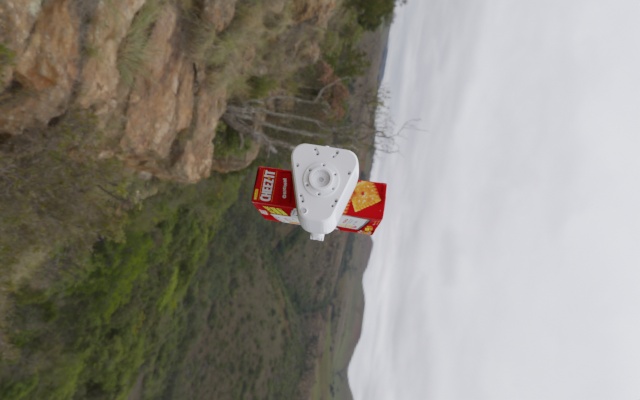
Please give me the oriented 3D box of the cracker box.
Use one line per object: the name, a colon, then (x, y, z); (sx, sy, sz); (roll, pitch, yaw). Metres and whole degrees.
cracker box: (0.000, 0.003, 0.843); (0.213, 0.072, 0.164); (9, -12, 3)
